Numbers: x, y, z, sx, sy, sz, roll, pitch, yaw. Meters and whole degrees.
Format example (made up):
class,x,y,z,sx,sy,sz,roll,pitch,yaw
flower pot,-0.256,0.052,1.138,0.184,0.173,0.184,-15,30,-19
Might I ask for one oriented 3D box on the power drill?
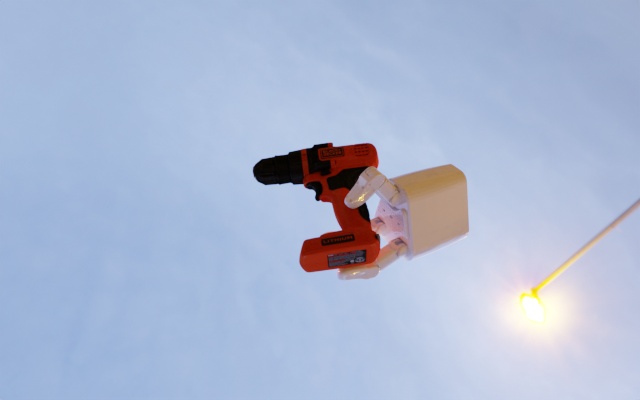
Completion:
class,x,y,z,sx,sy,sz,roll,pitch,yaw
power drill,0.000,0.003,0.658,0.184,0.187,0.057,-9,-34,1
